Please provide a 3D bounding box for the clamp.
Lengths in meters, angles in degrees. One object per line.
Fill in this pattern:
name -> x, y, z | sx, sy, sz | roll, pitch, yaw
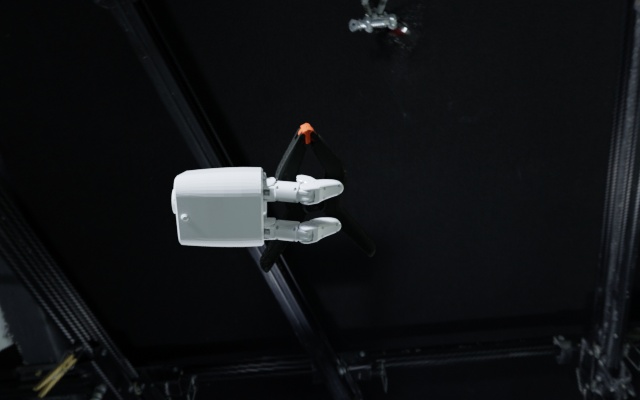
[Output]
clamp -> 0.000, 0.001, 0.639 | 0.164, 0.210, 0.036 | -2, 26, -10
